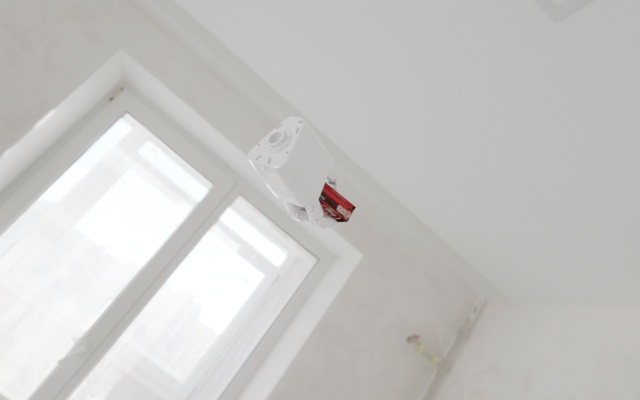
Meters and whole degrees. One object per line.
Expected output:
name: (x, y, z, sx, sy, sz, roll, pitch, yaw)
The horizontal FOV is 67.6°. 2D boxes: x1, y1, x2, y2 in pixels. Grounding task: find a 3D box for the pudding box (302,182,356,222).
pudding box: (0.000, 0.003, 0.889, 0.090, 0.039, 0.113, 40, -17, -19)
